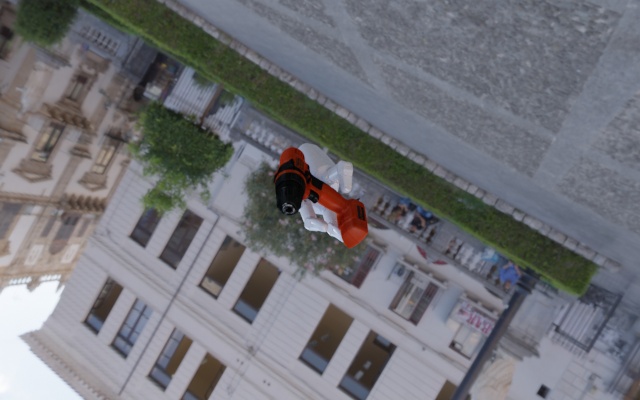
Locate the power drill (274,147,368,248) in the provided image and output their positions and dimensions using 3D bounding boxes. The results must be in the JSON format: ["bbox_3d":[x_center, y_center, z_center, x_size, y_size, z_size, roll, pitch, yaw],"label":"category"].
[{"bbox_3d":[0.000,0.003,0.835,0.188,0.057,0.184,39,26,-23],"label":"power drill"}]
